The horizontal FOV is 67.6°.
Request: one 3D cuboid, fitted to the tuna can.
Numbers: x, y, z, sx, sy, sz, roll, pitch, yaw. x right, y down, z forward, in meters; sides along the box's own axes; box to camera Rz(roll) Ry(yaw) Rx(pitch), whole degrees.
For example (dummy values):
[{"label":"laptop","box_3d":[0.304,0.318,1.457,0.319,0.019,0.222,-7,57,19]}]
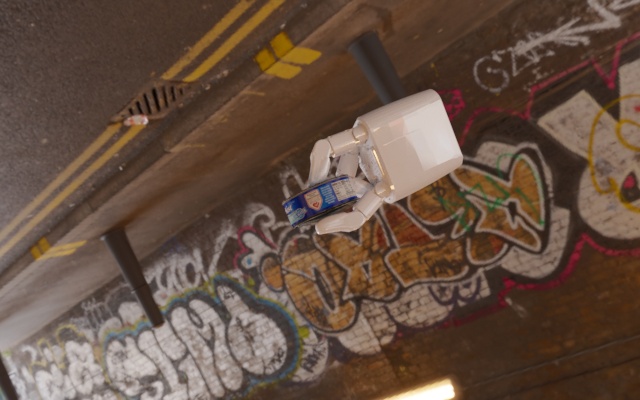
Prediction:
[{"label":"tuna can","box_3d":[0.000,0.002,0.562,0.086,0.033,0.086,-23,-5,-2]}]
